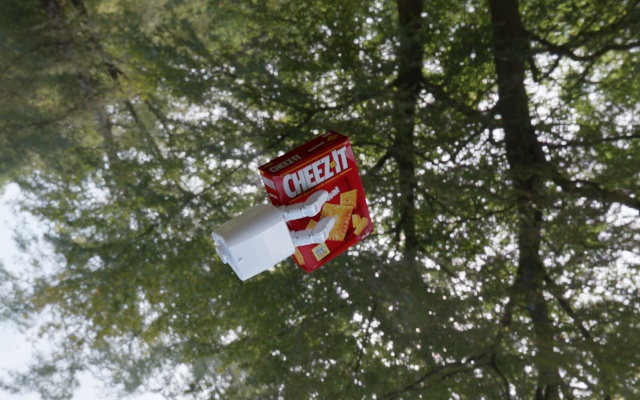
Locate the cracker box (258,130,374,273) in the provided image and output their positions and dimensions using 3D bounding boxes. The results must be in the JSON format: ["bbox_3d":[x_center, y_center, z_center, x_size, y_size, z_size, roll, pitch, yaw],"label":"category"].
[{"bbox_3d":[0.000,0.003,0.889,0.164,0.214,0.072,-30,31,-20],"label":"cracker box"}]
